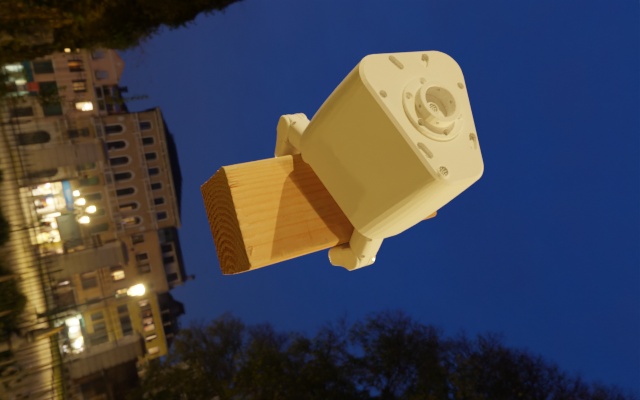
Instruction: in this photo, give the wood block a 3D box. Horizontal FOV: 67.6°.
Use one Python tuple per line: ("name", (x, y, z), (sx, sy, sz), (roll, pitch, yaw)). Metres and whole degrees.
("wood block", (0.000, 0.002, 0.475), (0.206, 0.091, 0.090), (-13, -5, -28))
